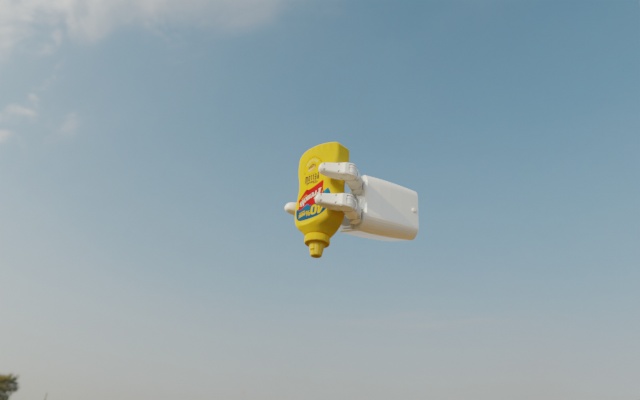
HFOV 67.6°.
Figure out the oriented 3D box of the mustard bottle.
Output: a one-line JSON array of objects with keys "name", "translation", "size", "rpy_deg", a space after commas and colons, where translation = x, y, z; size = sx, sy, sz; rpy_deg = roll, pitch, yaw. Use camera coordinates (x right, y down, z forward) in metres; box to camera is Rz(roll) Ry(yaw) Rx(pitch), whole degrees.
[{"name": "mustard bottle", "translation": [0.000, 0.002, 0.790], "size": [0.096, 0.191, 0.058], "rpy_deg": [-19, -34, 39]}]
